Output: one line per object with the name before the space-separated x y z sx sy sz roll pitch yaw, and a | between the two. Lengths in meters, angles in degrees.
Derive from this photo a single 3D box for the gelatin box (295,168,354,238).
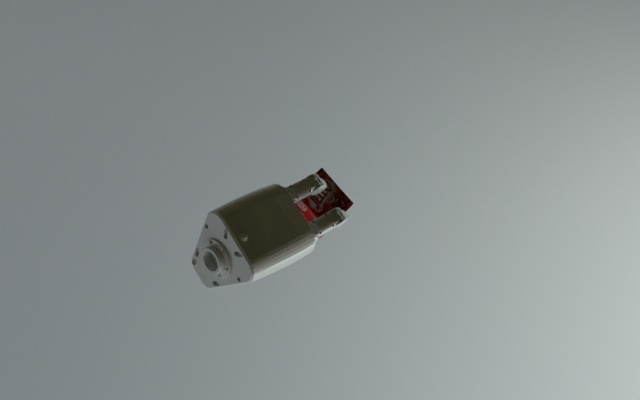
gelatin box | 0.000 0.002 0.692 0.030 0.073 0.089 -40 3 38
